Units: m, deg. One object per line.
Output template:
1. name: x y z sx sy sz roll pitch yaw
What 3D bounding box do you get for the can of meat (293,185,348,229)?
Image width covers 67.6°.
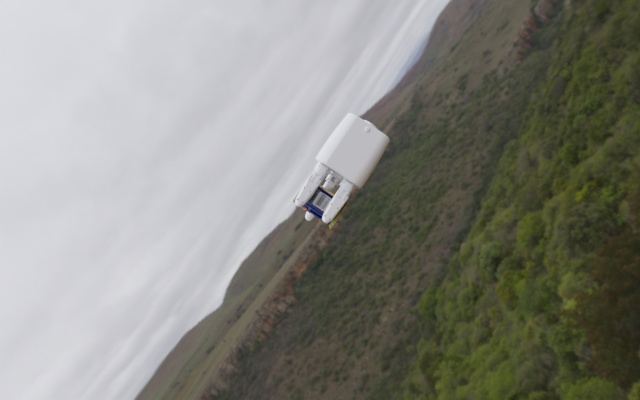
1. can of meat: 0.000 0.003 0.879 0.084 0.057 0.102 34 2 0
